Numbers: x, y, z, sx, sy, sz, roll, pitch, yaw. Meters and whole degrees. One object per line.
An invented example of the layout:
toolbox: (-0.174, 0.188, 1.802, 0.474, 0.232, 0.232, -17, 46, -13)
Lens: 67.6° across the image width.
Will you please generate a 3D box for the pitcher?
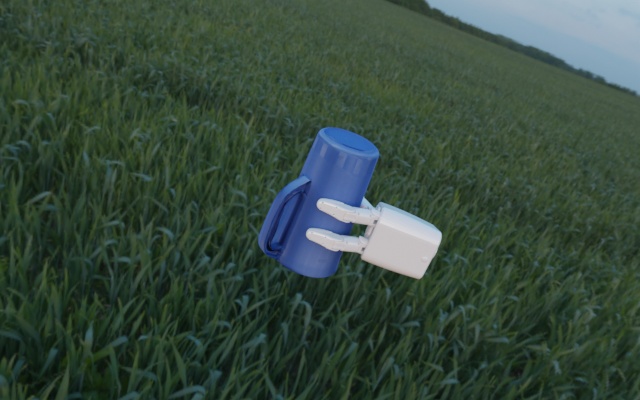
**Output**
pitcher: (0.000, 0.003, 0.821, 0.145, 0.243, 0.149, 23, 23, 2)
